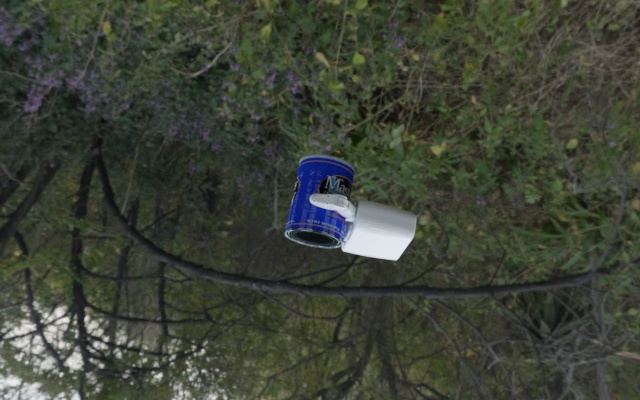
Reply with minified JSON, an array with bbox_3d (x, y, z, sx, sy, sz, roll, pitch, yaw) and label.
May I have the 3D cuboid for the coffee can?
[{"bbox_3d":[0.000,0.003,0.846,0.103,0.140,0.103,10,-19,3],"label":"coffee can"}]
